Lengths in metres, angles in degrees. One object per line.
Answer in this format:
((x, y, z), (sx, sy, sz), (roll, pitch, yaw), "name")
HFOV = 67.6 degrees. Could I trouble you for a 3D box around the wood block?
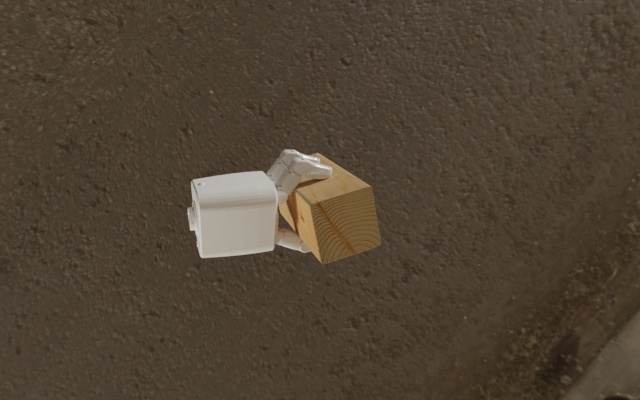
((0.000, 0.003, 0.714), (0.090, 0.091, 0.206), (-17, 23, -14), "wood block")
